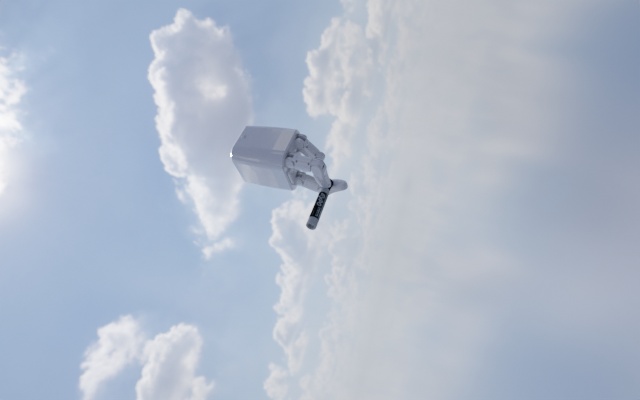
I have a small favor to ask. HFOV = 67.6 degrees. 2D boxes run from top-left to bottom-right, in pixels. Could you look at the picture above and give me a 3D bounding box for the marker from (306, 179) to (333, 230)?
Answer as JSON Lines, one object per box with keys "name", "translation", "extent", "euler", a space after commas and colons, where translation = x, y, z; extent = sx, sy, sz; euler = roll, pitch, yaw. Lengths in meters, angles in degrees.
{"name": "marker", "translation": [0.000, 0.003, 0.857], "extent": [0.020, 0.020, 0.121], "euler": [0, 44, 23]}
